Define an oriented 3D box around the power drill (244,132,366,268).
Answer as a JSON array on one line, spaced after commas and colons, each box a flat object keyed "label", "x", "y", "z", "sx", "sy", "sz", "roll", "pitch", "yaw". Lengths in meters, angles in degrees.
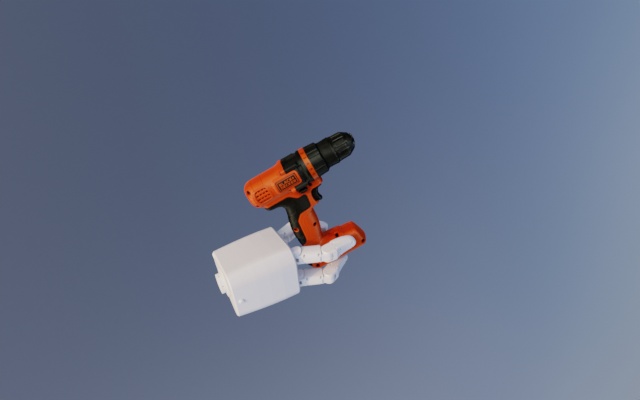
[{"label": "power drill", "x": 0.000, "y": 0.003, "z": 0.756, "sx": 0.184, "sy": 0.188, "sz": 0.057, "roll": -28, "pitch": 25, "yaw": 4}]
